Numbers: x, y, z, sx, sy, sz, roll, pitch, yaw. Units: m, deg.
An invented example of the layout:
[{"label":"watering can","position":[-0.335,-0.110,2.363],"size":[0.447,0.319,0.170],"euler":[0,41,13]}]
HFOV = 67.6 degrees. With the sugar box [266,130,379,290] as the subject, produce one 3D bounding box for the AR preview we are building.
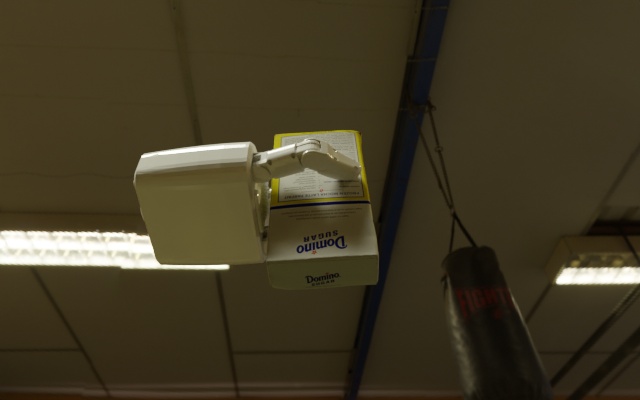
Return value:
[{"label":"sugar box","position":[0.000,0.002,0.455],"size":[0.093,0.176,0.048],"euler":[-3,-45,2]}]
